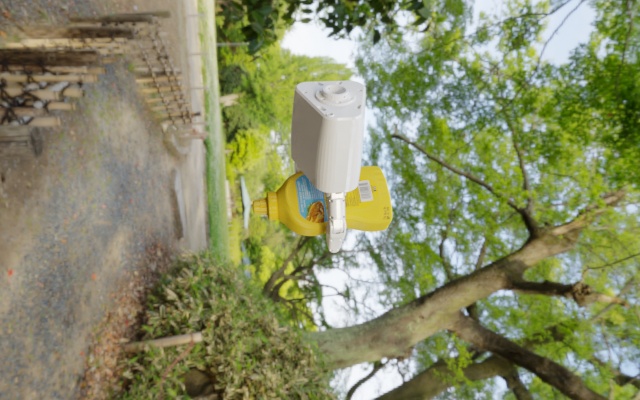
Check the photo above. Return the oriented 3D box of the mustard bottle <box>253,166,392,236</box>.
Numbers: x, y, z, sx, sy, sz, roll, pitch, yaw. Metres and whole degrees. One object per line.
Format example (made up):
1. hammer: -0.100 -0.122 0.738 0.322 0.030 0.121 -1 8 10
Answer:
1. mustard bottle: 0.000 0.002 0.681 0.191 0.096 0.058 -4 -26 -10
